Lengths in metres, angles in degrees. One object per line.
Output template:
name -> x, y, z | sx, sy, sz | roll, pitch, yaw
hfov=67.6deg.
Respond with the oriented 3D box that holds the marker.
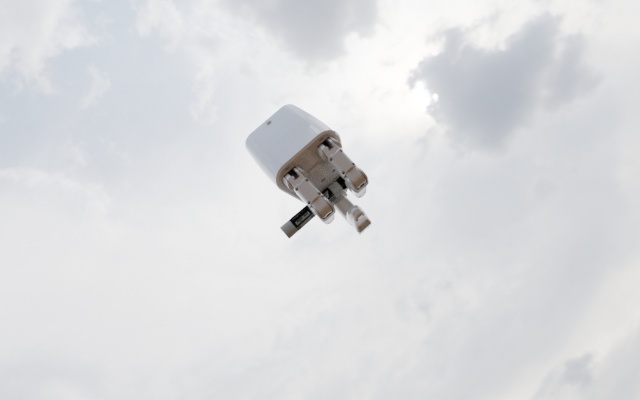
marker -> 0.000, 0.002, 0.605 | 0.121, 0.020, 0.020 | -41, 5, -5
